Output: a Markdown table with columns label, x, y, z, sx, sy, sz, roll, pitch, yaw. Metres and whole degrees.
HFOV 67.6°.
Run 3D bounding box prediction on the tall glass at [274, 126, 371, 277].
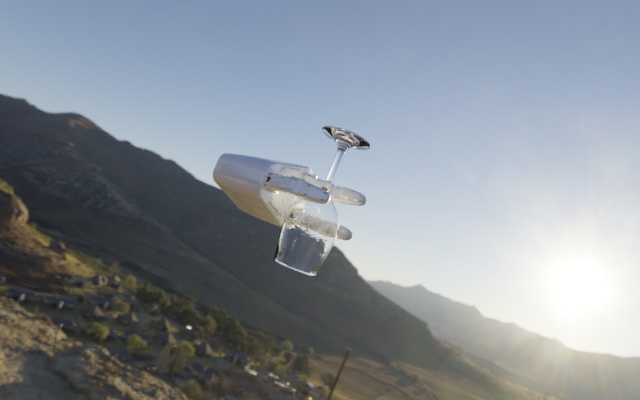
| label | x | y | z | sx | sy | sz | roll | pitch | yaw |
| --- | --- | --- | --- | --- | --- | --- | --- | --- | --- |
| tall glass | 0.000 | 0.002 | 0.667 | 0.079 | 0.201 | 0.079 | 21 | -8 | 3 |
